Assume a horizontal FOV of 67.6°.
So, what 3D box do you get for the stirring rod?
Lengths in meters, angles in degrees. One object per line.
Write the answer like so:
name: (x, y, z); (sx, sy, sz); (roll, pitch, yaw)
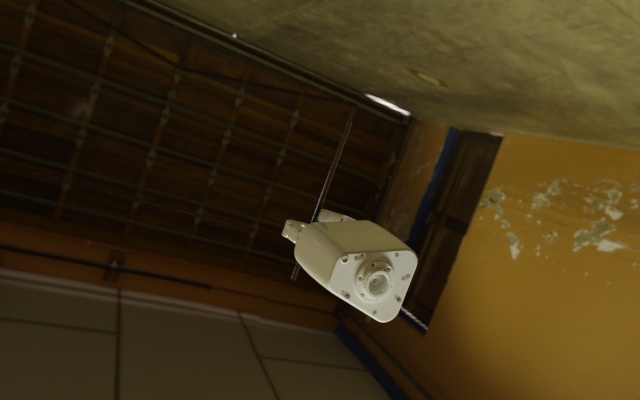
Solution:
stirring rod: (0.000, 0.002, 0.680); (0.011, 0.239, 0.011); (20, 6, -2)
